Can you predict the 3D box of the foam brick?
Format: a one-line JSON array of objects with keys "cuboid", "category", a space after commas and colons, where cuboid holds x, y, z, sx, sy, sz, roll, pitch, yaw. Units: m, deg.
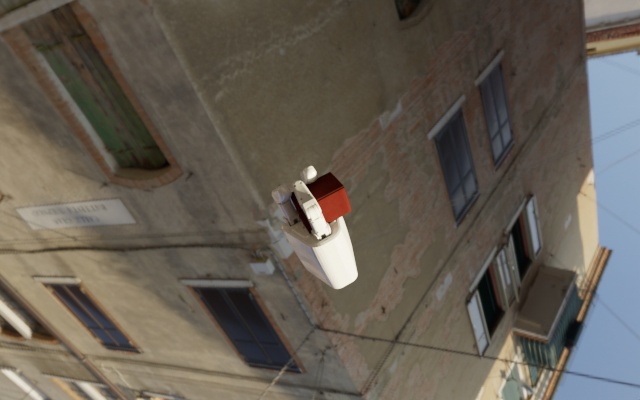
[{"cuboid": [0.000, 0.002, 0.742, 0.078, 0.051, 0.053, -28, 37, -6], "category": "foam brick"}]
